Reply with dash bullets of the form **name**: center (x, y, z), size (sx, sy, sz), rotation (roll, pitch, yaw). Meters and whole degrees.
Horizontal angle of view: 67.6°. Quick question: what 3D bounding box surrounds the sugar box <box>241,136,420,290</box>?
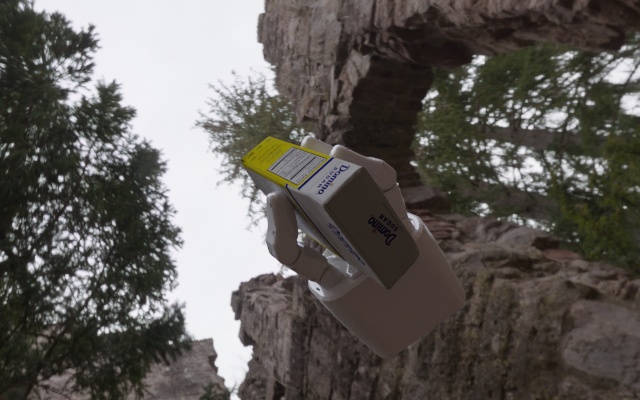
- **sugar box**: center (0.000, 0.001, 0.405), size (0.048, 0.093, 0.176), rotation (-45, 30, -13)
